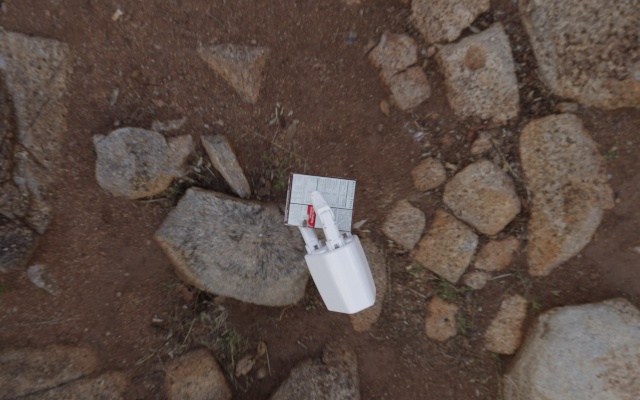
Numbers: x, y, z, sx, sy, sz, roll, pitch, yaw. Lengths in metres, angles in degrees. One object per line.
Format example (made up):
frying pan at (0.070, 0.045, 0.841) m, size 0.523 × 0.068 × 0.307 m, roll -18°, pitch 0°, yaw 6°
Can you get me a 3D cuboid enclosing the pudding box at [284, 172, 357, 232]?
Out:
pudding box at (0.000, 0.003, 0.797) m, size 0.113 × 0.090 × 0.039 m, roll 6°, pitch 0°, yaw -9°
